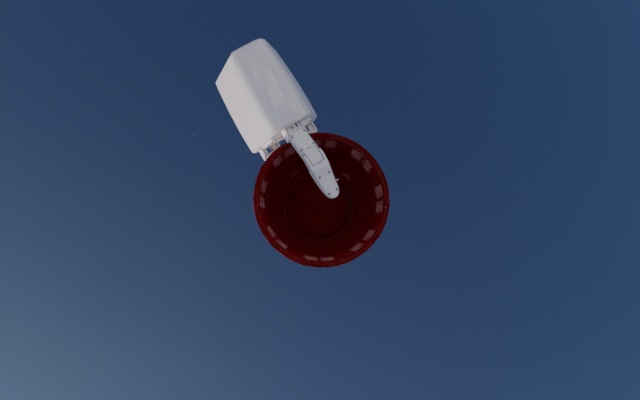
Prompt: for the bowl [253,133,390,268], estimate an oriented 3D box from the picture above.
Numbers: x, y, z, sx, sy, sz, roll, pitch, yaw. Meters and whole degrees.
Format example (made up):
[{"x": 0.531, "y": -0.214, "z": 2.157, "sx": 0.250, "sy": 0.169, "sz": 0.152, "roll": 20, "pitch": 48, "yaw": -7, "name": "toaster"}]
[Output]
[{"x": 0.000, "y": 0.003, "z": 0.586, "sx": 0.162, "sy": 0.162, "sz": 0.055, "roll": 0, "pitch": -10, "yaw": -4, "name": "bowl"}]
